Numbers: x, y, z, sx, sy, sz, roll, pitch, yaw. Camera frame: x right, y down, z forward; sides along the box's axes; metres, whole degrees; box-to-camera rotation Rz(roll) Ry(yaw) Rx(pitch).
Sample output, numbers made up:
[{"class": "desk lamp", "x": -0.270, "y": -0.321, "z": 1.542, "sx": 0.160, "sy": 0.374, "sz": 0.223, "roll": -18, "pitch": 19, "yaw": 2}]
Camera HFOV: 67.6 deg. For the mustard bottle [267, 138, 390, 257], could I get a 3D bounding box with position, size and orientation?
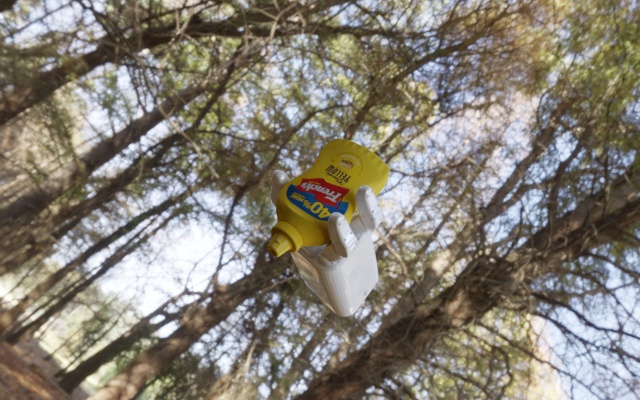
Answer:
[{"class": "mustard bottle", "x": 0.000, "y": 0.002, "z": 0.606, "sx": 0.096, "sy": 0.191, "sz": 0.058, "roll": 33, "pitch": -33, "yaw": 17}]
